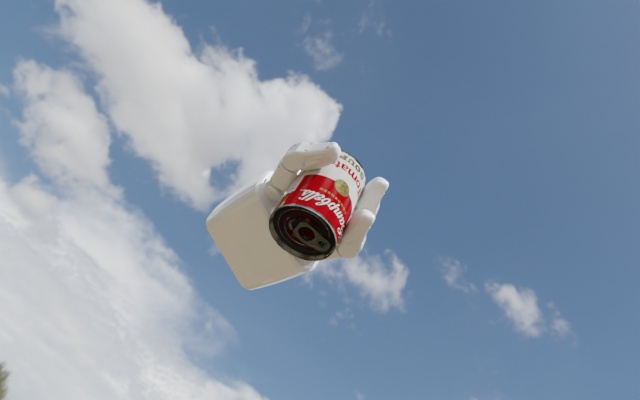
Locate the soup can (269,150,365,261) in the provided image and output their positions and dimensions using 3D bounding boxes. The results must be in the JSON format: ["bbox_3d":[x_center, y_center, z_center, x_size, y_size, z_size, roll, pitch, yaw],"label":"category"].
[{"bbox_3d":[0.000,0.001,0.479,0.068,0.068,0.102,0,37,26],"label":"soup can"}]
